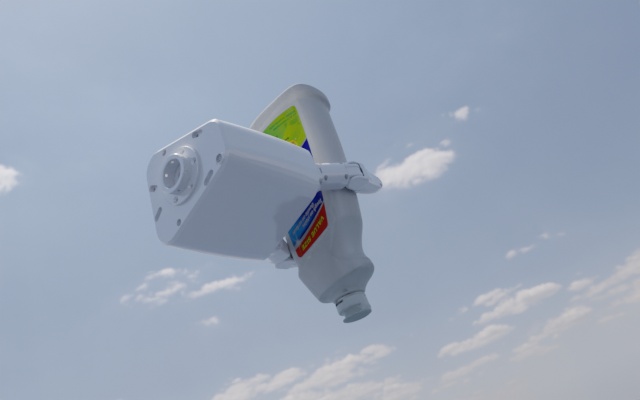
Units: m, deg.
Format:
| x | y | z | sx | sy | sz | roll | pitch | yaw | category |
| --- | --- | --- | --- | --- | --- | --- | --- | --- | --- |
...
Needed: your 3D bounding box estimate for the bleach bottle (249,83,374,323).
| x | y | z | sx | sy | sz | roll | pitch | yaw | category |
| --- | --- | --- | --- | --- | --- | --- | --- | --- | --- |
| 0.000 | 0.002 | 0.501 | 0.102 | 0.250 | 0.068 | -37 | -32 | 27 | bleach bottle |
